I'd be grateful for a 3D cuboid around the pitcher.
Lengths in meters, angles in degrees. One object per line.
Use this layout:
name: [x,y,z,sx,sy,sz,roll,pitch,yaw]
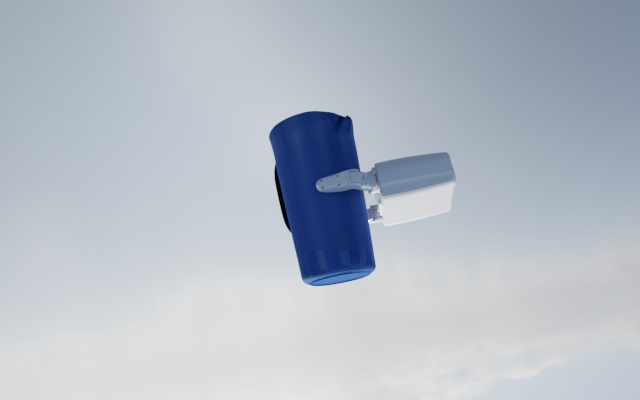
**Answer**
pitcher: [0.000,0.002,0.720,0.145,0.242,0.149,-11,-17,3]
